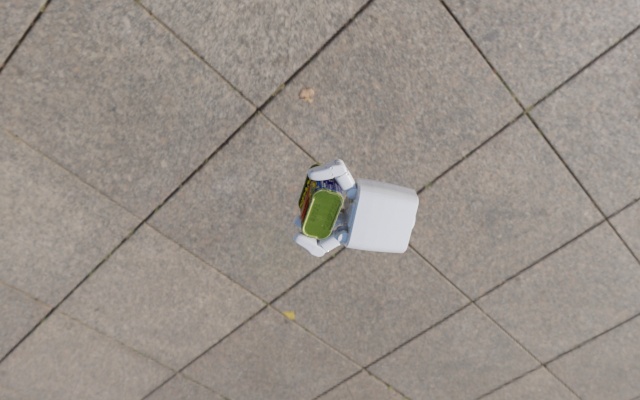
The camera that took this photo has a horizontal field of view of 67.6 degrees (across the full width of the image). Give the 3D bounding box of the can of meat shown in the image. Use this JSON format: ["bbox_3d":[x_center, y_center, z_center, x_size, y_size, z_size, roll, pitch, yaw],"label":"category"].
[{"bbox_3d":[0.000,0.003,0.804,0.057,0.102,0.084,12,31,-12],"label":"can of meat"}]
